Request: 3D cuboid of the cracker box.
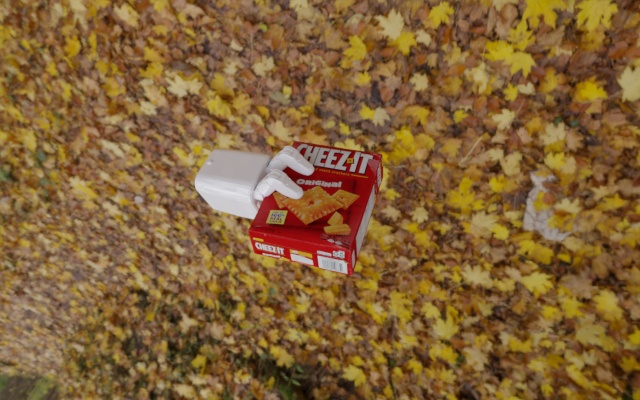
[{"bbox_3d":[0.000,0.003,0.780,0.164,0.213,0.072,11,-39,14],"label":"cracker box"}]
